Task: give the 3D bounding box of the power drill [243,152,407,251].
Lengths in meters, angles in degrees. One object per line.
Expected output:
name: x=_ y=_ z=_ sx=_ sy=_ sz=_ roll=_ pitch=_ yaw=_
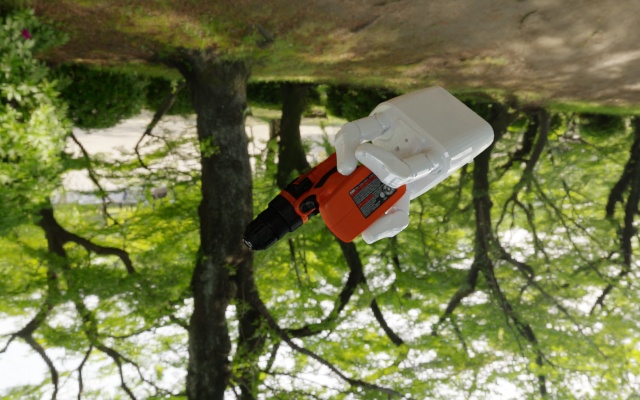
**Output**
power drill: x=0.001 y=0.002 z=0.572 sx=0.184 sy=0.057 sz=0.187 roll=-42 pitch=18 yaw=-17
